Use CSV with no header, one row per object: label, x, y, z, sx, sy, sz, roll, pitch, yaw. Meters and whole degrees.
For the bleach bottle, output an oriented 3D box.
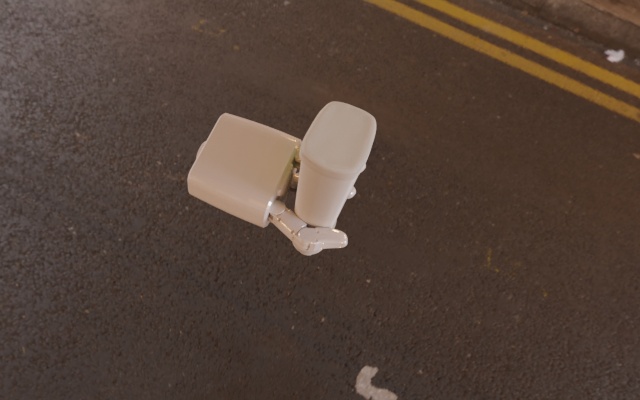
bleach bottle,0.000,0.002,0.590,0.068,0.102,0.251,22,-37,4
